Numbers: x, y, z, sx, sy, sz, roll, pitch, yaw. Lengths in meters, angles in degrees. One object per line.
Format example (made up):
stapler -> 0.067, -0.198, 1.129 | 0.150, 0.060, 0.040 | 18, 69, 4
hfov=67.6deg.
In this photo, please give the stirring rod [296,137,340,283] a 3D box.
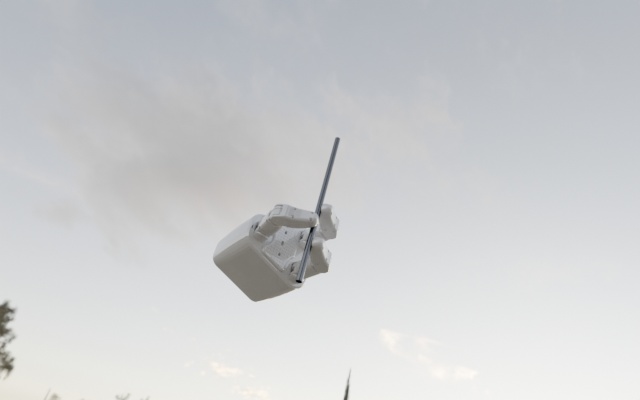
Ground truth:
stirring rod -> 0.000, 0.002, 0.628 | 0.011, 0.239, 0.011 | 10, -38, 7
